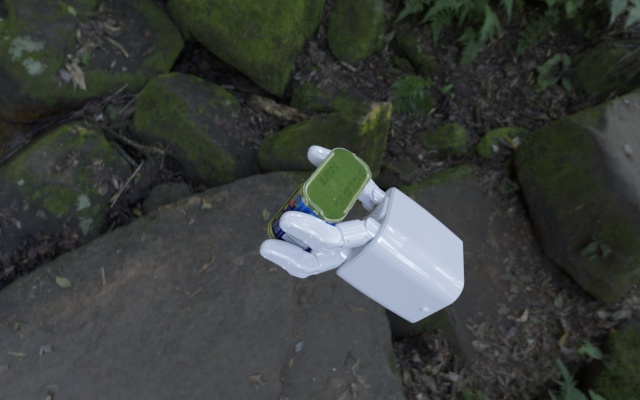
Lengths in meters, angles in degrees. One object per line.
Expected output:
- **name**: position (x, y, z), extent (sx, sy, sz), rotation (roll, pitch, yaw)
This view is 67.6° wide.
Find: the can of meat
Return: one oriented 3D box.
- **can of meat**: position (0.000, 0.001, 0.507), extent (0.084, 0.057, 0.102), rotation (-47, 5, 48)
